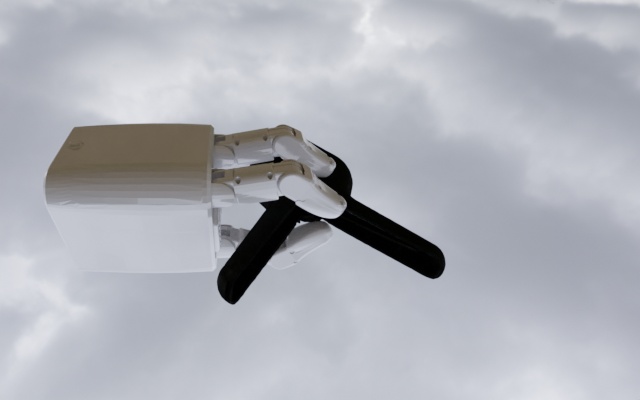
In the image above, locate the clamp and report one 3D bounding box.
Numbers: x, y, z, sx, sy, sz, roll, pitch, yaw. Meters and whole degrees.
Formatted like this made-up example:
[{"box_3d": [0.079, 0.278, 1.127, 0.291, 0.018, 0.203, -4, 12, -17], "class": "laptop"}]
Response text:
[{"box_3d": [0.000, 0.002, 0.402, 0.164, 0.036, 0.209, 1, 36, -11], "class": "clamp"}]
